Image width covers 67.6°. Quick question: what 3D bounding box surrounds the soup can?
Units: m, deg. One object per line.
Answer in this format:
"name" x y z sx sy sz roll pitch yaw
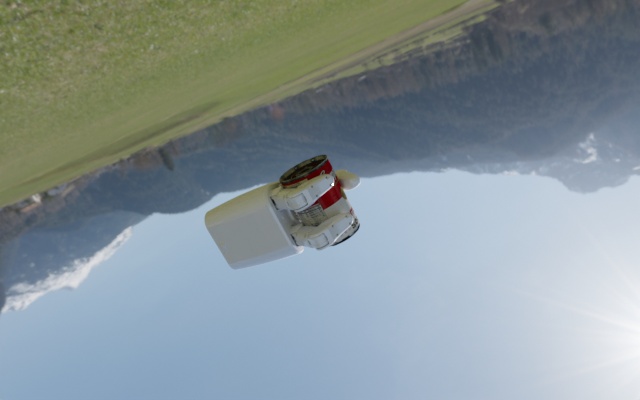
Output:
"soup can" 0.001 0.002 0.612 0.068 0.102 0.068 -25 16 8
